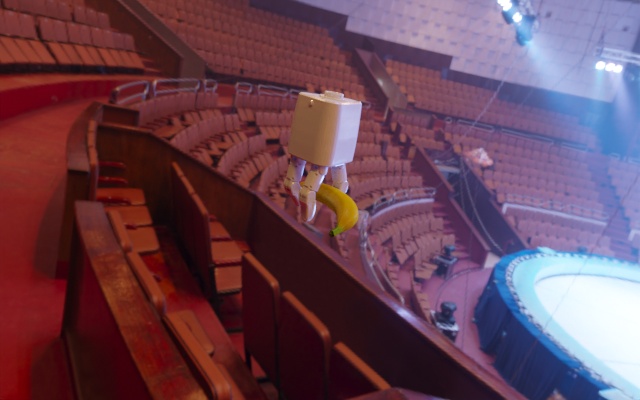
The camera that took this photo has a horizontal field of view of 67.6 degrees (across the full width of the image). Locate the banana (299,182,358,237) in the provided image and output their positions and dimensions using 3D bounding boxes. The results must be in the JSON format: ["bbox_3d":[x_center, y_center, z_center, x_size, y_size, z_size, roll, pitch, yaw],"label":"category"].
[{"bbox_3d":[0.019,0.004,0.828,0.069,0.037,0.197,0,23,-20],"label":"banana"}]
